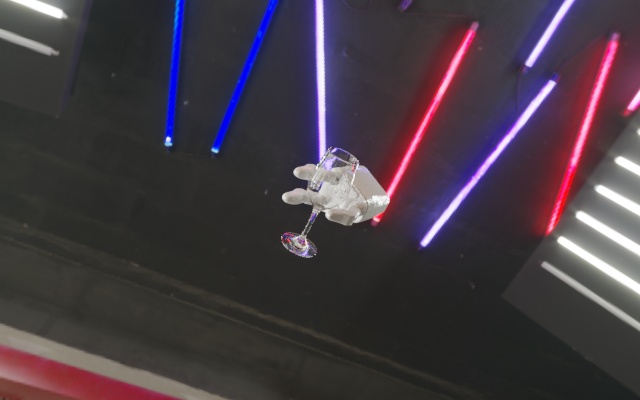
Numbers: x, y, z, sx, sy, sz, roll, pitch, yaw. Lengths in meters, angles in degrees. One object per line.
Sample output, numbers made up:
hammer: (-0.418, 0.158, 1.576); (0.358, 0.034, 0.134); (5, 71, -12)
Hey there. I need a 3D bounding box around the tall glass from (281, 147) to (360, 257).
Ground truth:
tall glass: (0.000, 0.003, 0.876); (0.079, 0.201, 0.079); (22, 23, -10)
